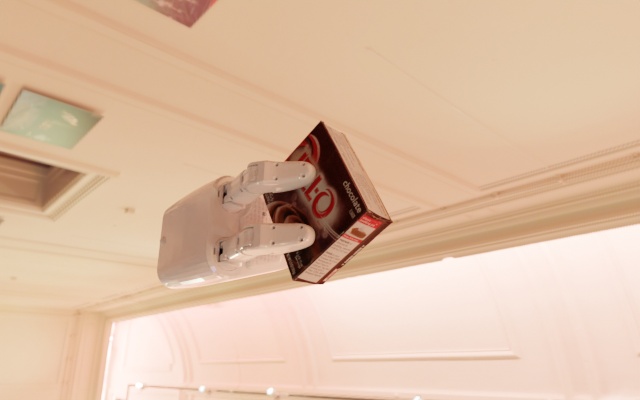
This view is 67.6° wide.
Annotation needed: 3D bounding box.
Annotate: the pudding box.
[{"bbox_3d":[0.000,0.001,0.409,0.039,0.113,0.090,19,-56,-43],"label":"pudding box"}]
